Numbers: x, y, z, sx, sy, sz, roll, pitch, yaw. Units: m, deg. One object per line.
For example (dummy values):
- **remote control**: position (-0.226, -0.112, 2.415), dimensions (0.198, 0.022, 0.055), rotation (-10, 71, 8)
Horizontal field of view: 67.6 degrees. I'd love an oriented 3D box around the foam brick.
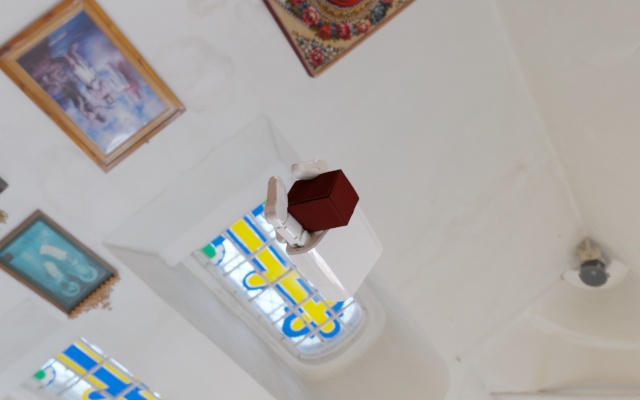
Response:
- **foam brick**: position (0.000, 0.002, 0.602), dimensions (0.078, 0.051, 0.053), rotation (-12, 35, 37)
